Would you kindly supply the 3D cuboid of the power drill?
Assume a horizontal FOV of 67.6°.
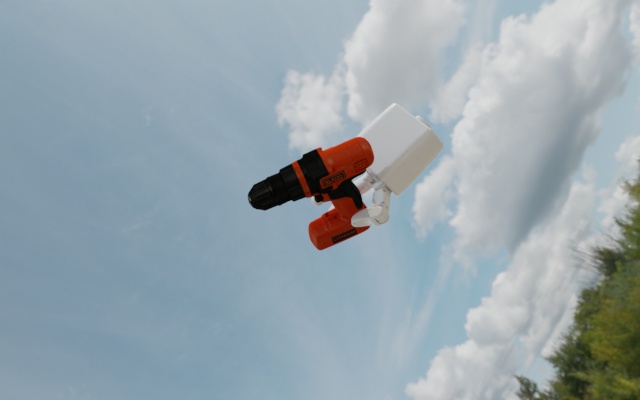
[{"bbox_3d":[0.000,0.002,0.712,0.184,0.057,0.188,-23,-34,-2],"label":"power drill"}]
